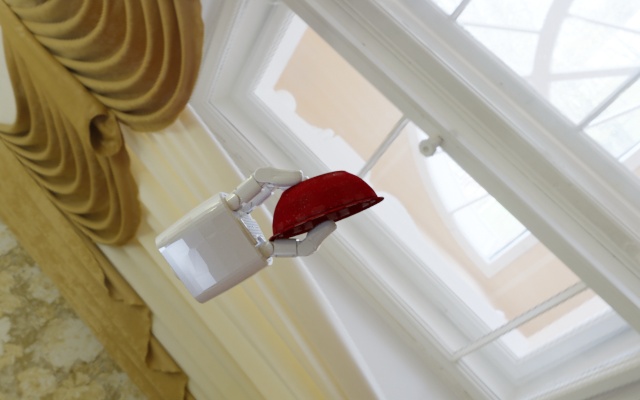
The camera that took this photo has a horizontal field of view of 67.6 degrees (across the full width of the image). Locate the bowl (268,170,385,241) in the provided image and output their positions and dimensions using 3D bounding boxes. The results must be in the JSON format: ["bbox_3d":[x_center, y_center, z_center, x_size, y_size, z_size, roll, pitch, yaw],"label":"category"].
[{"bbox_3d":[0.001,0.001,0.630,0.162,0.055,0.162,-19,-7,-3],"label":"bowl"}]
